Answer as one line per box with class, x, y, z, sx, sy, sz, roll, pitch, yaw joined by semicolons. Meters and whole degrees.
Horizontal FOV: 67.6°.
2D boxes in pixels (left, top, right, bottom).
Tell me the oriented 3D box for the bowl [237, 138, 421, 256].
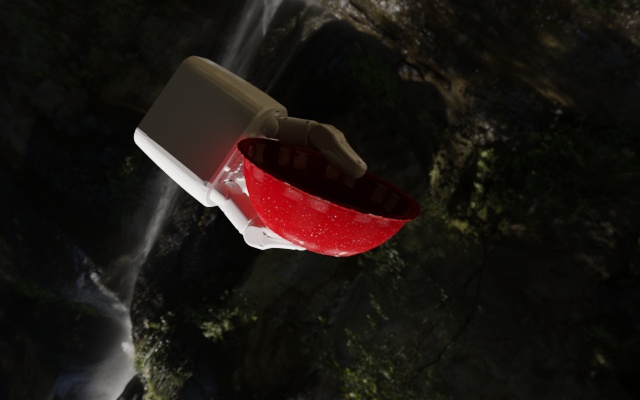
bowl;0.001;0.002;0.405;0.162;0.055;0.162;19;15;-5
